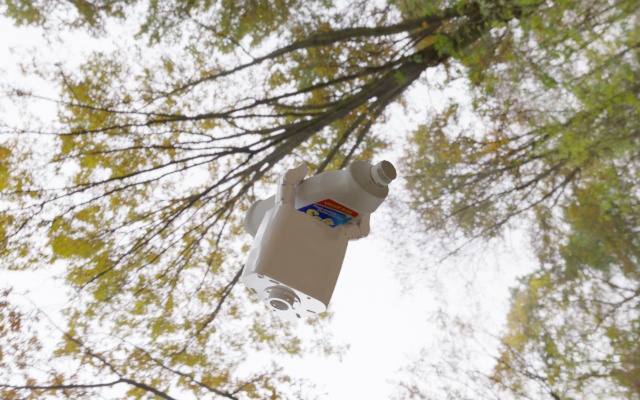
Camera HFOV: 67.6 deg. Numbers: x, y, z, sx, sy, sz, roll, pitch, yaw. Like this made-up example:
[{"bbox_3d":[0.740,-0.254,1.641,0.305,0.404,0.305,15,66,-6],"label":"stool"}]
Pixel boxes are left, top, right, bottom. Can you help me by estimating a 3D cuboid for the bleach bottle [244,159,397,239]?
[{"bbox_3d":[0.000,0.002,0.682,0.102,0.068,0.251,38,-43,-22],"label":"bleach bottle"}]
